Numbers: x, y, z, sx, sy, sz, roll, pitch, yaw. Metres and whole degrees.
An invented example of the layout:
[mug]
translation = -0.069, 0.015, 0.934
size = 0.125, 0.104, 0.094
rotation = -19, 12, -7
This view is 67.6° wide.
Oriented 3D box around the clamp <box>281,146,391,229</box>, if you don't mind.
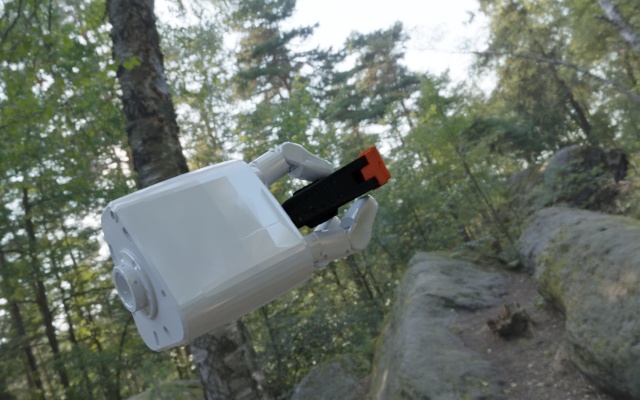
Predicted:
[clamp]
translation = 0.000, 0.001, 0.435
size = 0.164, 0.036, 0.210
rotation = -27, -3, -40
